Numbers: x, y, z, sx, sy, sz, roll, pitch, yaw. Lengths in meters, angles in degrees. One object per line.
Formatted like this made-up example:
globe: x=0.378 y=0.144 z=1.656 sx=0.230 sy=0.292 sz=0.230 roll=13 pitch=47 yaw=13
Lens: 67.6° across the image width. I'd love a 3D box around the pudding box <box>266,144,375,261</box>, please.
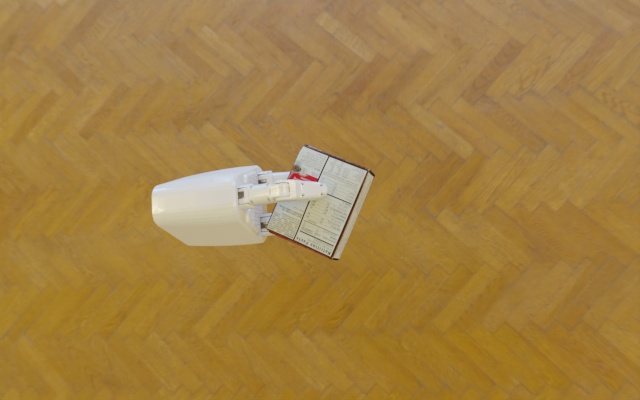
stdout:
pudding box: x=0.000 y=0.002 z=0.556 sx=0.090 sy=0.113 sz=0.039 roll=23 pitch=0 yaw=16
